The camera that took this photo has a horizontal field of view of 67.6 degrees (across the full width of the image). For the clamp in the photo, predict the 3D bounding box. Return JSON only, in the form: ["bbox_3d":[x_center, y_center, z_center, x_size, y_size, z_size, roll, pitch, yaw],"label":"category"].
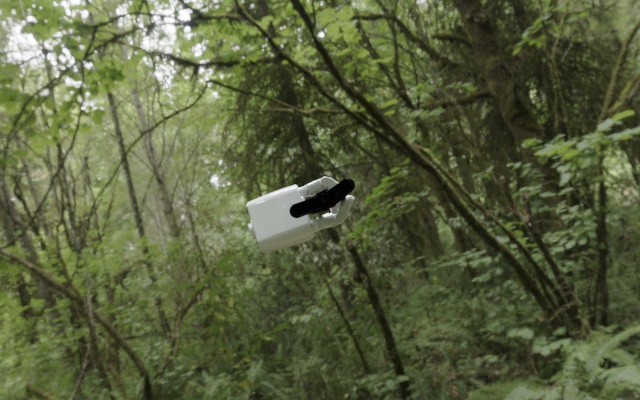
[{"bbox_3d":[0.000,0.002,0.873,0.120,0.039,0.171,-20,-7,-4],"label":"clamp"}]
